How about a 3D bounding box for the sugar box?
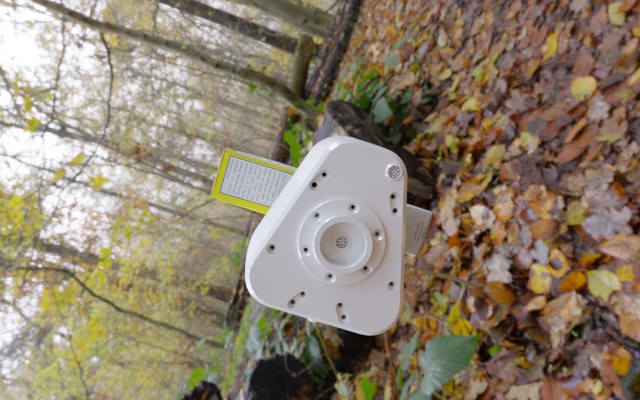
[{"bbox_3d":[0.000,0.002,0.422,0.176,0.048,0.093,19,2,-4],"label":"sugar box"}]
